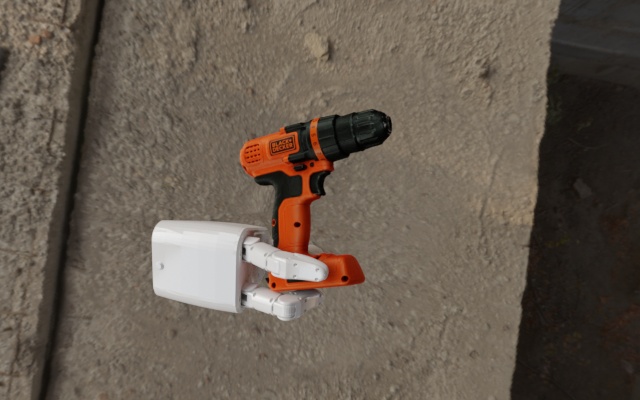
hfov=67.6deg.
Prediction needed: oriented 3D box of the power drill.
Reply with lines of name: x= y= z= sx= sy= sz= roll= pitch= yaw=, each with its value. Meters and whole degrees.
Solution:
power drill: x=0.000 y=0.002 z=0.528 sx=0.184 sy=0.187 sz=0.057 roll=-11 pitch=-12 yaw=27
